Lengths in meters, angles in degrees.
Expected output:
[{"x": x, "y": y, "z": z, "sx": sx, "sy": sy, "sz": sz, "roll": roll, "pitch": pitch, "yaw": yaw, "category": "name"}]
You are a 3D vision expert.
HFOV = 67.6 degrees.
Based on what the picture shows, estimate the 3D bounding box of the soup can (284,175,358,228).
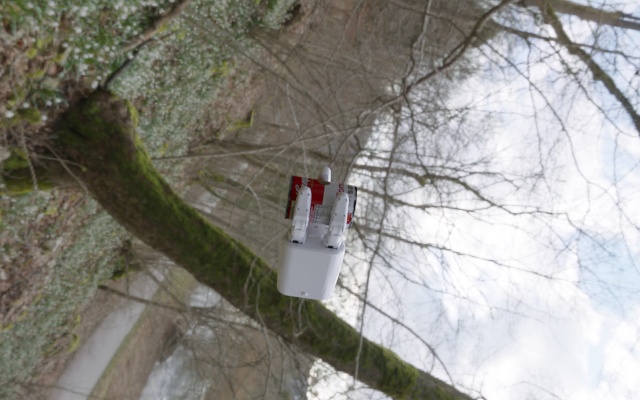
[{"x": 0.000, "y": 0.002, "z": 0.730, "sx": 0.102, "sy": 0.068, "sz": 0.068, "roll": 9, "pitch": -1, "yaw": -3, "category": "soup can"}]
